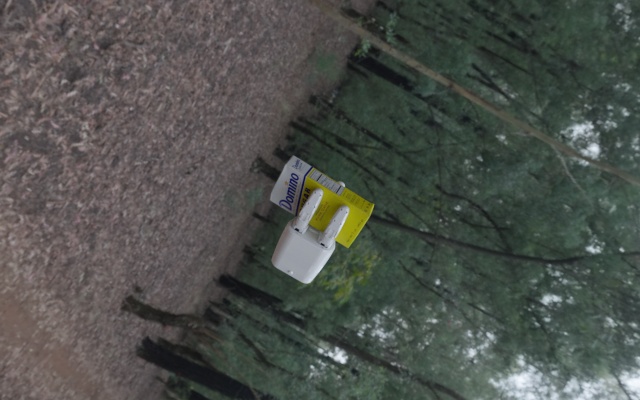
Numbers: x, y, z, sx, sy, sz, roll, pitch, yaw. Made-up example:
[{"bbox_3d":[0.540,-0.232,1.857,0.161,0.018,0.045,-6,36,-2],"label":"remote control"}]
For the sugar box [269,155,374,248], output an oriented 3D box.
[{"bbox_3d":[0.000,0.003,0.874,0.176,0.093,0.048,29,36,0],"label":"sugar box"}]
